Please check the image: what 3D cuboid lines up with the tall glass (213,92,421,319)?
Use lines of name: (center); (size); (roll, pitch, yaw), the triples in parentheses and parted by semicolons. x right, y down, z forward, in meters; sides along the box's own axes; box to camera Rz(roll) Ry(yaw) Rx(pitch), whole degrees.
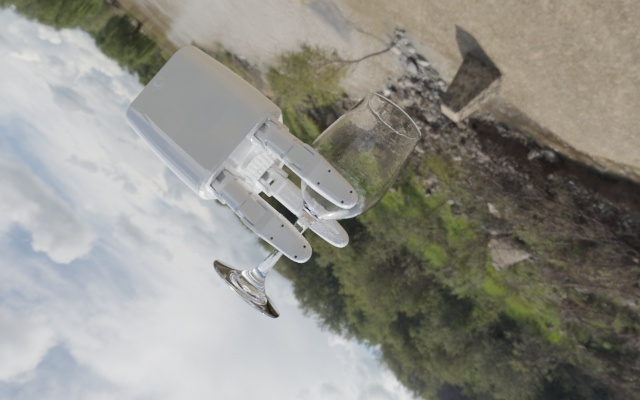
tall glass: (0.000, 0.002, 0.416); (0.079, 0.201, 0.079); (41, -2, 2)
